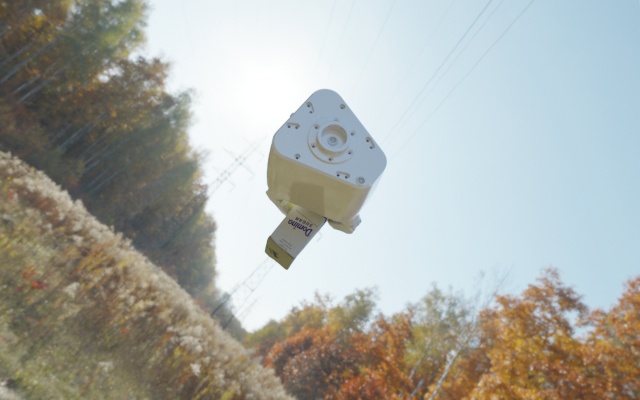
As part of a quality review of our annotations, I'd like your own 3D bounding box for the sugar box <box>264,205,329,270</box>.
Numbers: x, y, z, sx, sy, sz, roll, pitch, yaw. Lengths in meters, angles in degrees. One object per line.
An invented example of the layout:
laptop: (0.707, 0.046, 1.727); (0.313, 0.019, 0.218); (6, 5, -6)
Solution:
sugar box: (0.000, 0.001, 0.601); (0.048, 0.176, 0.093); (40, -19, 4)
